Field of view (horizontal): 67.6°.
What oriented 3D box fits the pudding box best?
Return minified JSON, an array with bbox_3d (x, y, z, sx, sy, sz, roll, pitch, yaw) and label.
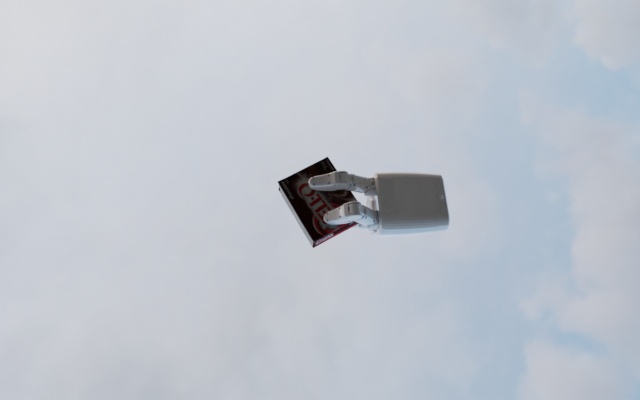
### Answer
[{"bbox_3d":[0.000,0.002,0.723,0.090,0.113,0.039,-27,-21,-15],"label":"pudding box"}]
